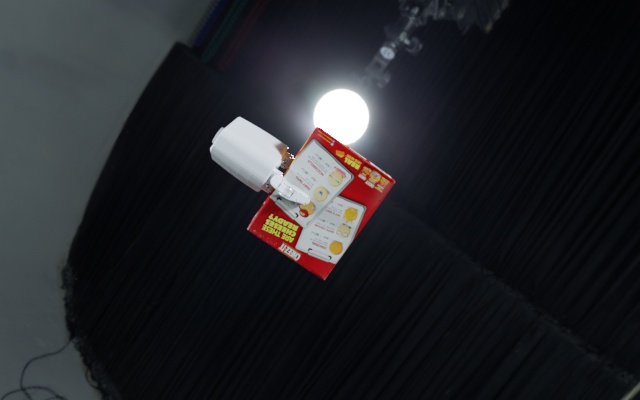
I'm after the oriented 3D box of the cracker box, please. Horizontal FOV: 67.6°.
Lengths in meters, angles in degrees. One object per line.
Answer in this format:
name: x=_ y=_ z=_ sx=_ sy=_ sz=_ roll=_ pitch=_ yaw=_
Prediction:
cracker box: x=0.000 y=0.003 z=0.838 sx=0.164 sy=0.214 sz=0.072 roll=34 pitch=8 yaw=-6
